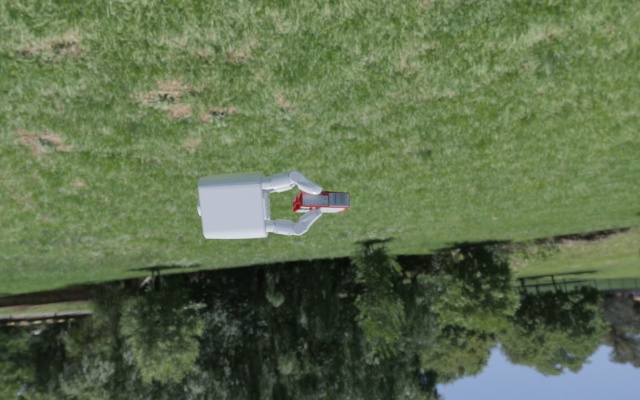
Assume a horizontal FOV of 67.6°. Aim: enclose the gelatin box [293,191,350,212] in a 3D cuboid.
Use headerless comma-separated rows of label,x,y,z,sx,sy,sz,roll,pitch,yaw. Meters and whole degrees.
gelatin box,0.000,0.003,0.846,0.089,0.030,0.073,2,-9,-13
